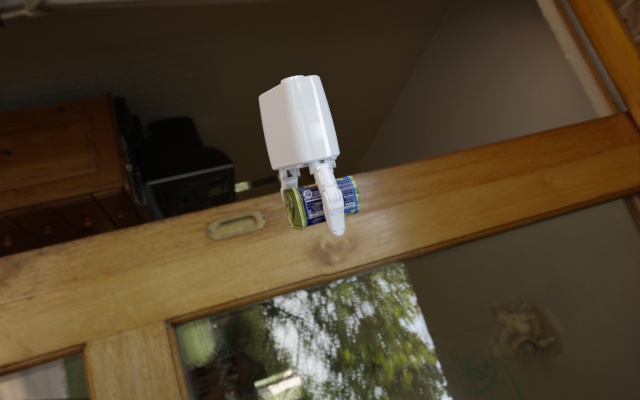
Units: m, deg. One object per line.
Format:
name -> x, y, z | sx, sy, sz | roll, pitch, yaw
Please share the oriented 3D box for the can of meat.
can of meat -> 0.000, 0.002, 0.657 | 0.084, 0.057, 0.102 | -14, 2, -14
